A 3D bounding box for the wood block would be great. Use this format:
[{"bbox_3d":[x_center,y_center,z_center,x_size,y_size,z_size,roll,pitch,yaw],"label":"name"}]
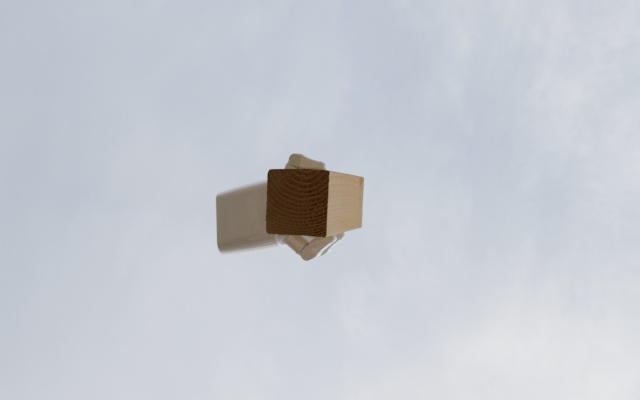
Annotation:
[{"bbox_3d":[0.000,0.002,0.730,0.090,0.091,0.206,2,1,18],"label":"wood block"}]
